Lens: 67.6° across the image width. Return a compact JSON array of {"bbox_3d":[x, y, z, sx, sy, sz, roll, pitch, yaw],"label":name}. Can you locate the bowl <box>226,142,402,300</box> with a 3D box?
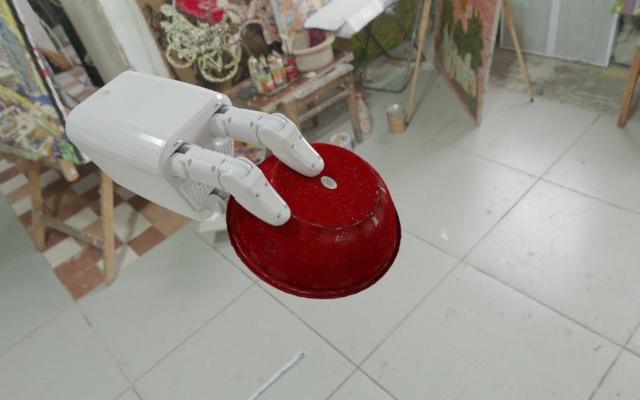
[{"bbox_3d":[0.001,0.001,0.416,0.162,0.162,0.055,0,-37,-13],"label":"bowl"}]
